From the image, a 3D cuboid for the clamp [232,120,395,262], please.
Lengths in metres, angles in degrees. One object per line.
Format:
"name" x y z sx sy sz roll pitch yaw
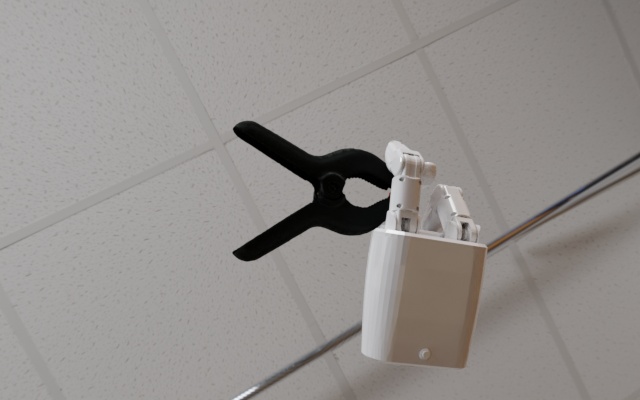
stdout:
"clamp" 0.000 0.001 0.424 0.171 0.120 0.039 9 -3 -10
